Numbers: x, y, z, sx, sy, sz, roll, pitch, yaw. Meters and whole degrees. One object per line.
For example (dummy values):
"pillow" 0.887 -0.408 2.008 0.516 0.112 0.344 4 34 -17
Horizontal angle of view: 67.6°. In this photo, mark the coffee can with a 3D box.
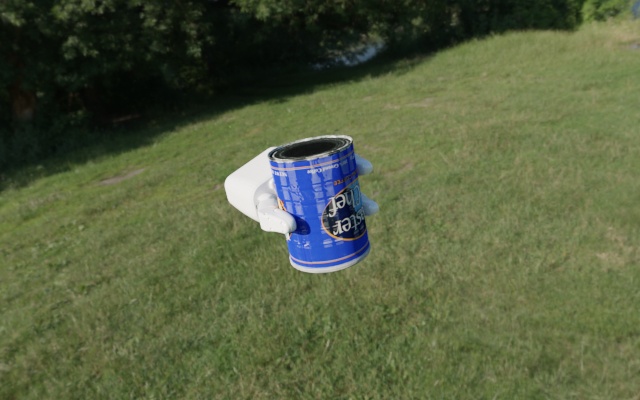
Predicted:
"coffee can" 0.000 0.002 0.578 0.103 0.140 0.102 -10 19 3
